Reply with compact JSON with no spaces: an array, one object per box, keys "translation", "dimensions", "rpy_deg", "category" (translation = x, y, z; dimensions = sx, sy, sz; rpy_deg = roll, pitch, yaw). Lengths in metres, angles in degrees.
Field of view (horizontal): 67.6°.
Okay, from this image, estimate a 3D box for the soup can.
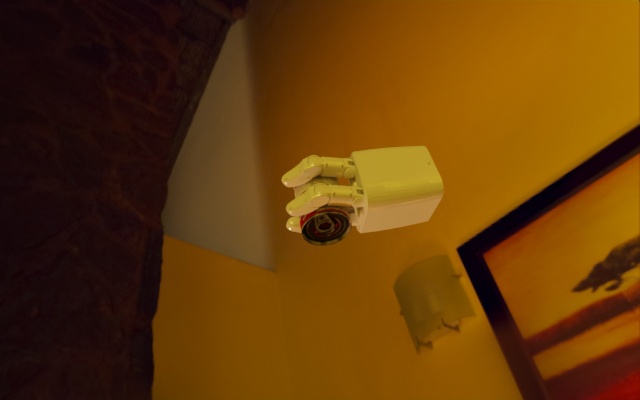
[{"translation":[0.000,0.002,0.664],"dimensions":[0.068,0.102,0.069],"rpy_deg":[-7,-42,-6],"category":"soup can"}]
